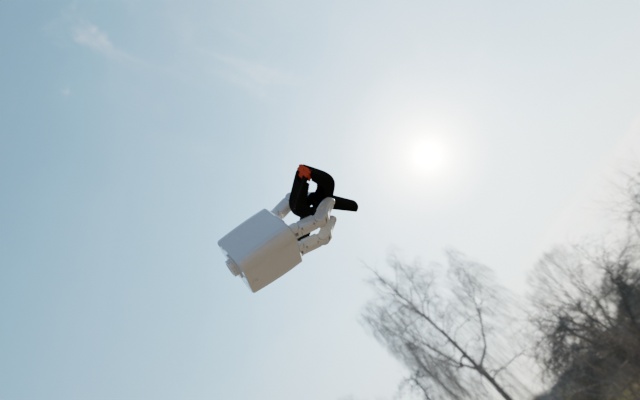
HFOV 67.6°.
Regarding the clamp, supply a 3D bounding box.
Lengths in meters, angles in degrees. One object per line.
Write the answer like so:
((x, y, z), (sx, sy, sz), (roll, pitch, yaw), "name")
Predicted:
((-0.001, 0.002, 0.870), (0.164, 0.210, 0.036), (-35, 55, -20), "clamp")
